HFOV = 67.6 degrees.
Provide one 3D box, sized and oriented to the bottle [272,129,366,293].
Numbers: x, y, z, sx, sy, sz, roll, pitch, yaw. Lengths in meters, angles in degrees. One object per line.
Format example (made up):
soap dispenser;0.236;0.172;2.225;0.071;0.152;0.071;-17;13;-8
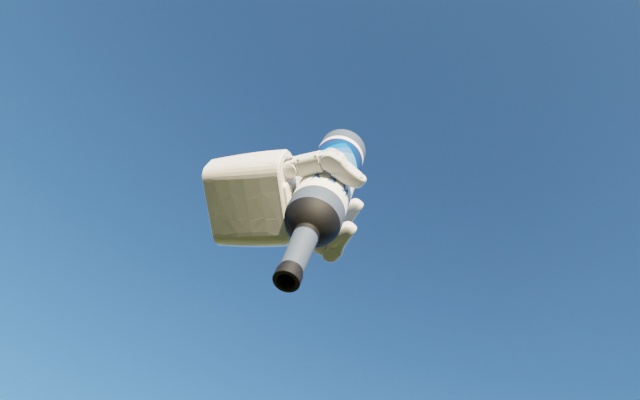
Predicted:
bottle;0.000;0.002;0.570;0.069;0.069;0.295;0;31;15
